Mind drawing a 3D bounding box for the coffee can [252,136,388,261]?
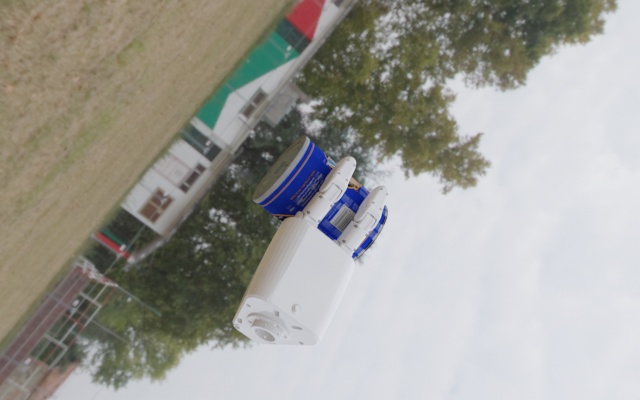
[{"bbox_3d":[0.000,0.002,0.605,0.140,0.103,0.103,40,-12,-15],"label":"coffee can"}]
